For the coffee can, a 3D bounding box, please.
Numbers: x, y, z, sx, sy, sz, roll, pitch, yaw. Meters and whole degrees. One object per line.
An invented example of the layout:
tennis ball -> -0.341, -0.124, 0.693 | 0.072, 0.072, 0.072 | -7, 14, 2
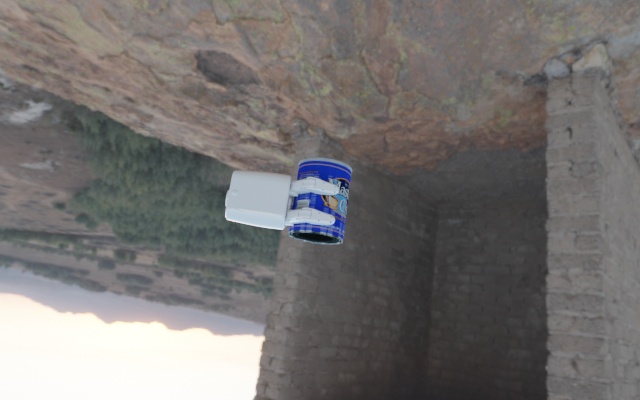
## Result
coffee can -> 0.000, 0.003, 0.888 | 0.103, 0.140, 0.103 | 7, -15, 2
